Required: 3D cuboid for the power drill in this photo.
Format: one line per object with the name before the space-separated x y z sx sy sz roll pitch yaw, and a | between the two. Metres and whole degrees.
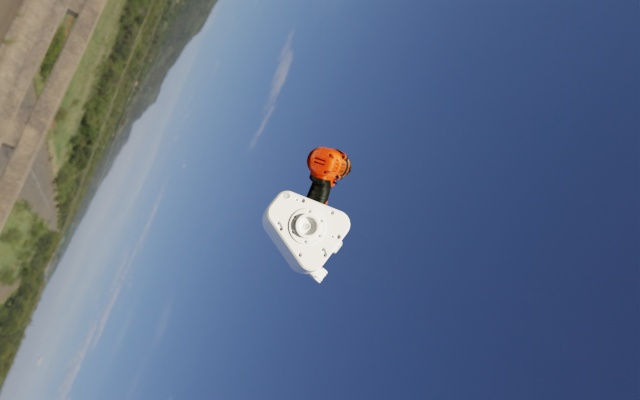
power drill | 0.000 0.003 0.813 0.057 0.187 0.184 16 5 15
